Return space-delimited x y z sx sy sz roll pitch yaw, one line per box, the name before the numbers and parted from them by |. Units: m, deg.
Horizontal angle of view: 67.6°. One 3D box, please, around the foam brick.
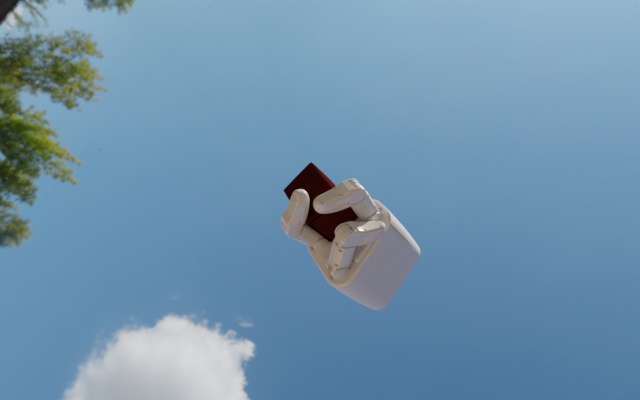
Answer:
foam brick | 0.000 0.002 0.593 0.051 0.053 0.078 40 9 -45
